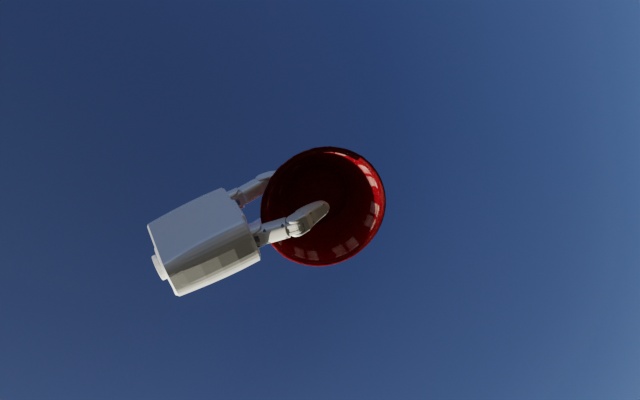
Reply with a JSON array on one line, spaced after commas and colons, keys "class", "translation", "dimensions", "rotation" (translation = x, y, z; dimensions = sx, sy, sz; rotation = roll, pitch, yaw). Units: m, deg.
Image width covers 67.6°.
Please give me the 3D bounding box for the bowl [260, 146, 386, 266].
[{"class": "bowl", "translation": [0.001, 0.002, 0.621], "dimensions": [0.162, 0.162, 0.055], "rotation": [0, 21, -13]}]
